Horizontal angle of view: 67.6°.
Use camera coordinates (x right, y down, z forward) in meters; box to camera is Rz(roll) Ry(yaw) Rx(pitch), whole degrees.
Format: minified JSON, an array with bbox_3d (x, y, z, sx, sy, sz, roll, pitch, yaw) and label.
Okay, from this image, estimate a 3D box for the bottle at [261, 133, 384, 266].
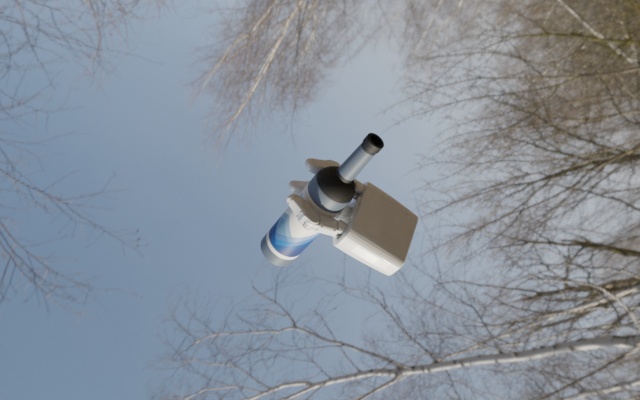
[{"bbox_3d":[0.000,0.003,0.739,0.069,0.069,0.296,0,-35,-38],"label":"bottle"}]
